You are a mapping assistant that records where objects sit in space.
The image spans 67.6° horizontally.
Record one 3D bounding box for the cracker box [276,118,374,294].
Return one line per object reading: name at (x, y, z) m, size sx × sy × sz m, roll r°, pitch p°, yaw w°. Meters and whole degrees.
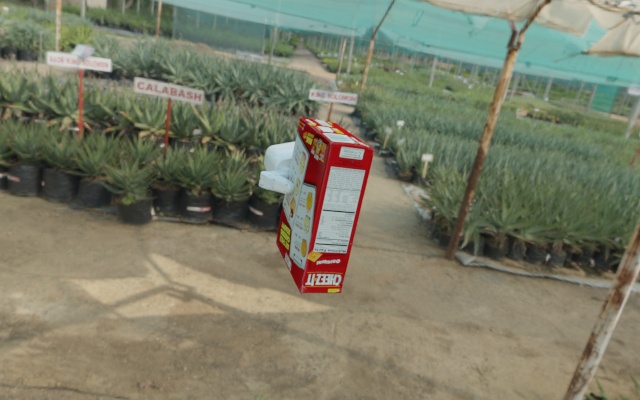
cracker box at (0.000, 0.002, 0.694) m, size 0.072 × 0.214 × 0.164 m, roll 5°, pitch 18°, yaw -19°
